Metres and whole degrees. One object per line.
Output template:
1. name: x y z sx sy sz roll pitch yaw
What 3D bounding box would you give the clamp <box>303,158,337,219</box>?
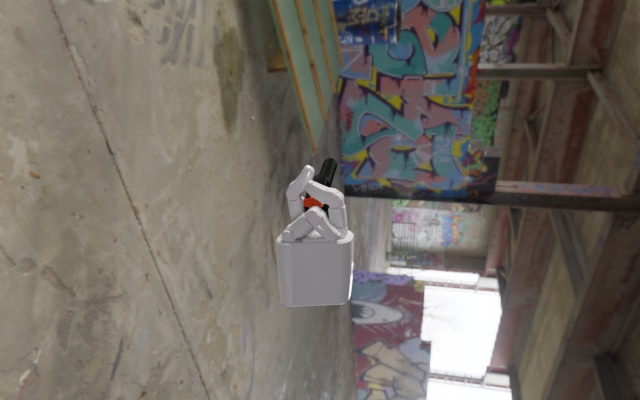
1. clamp: 0.001 0.003 0.796 0.039 0.120 0.171 3 17 12
